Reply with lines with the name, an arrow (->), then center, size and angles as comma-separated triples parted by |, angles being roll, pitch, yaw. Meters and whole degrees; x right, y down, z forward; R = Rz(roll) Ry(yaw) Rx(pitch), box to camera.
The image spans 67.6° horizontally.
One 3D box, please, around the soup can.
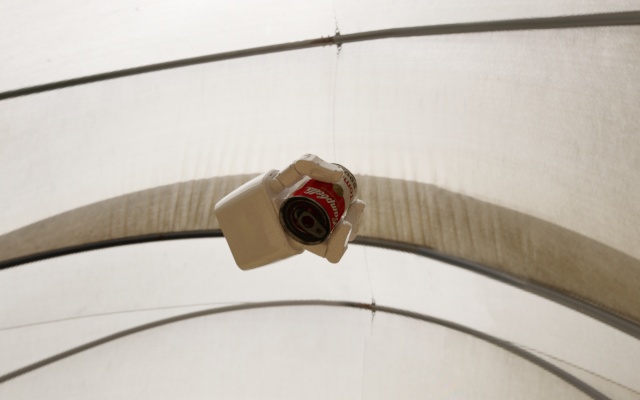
soup can -> 0.001, 0.002, 0.606 | 0.068, 0.068, 0.102 | 0, 27, 26
